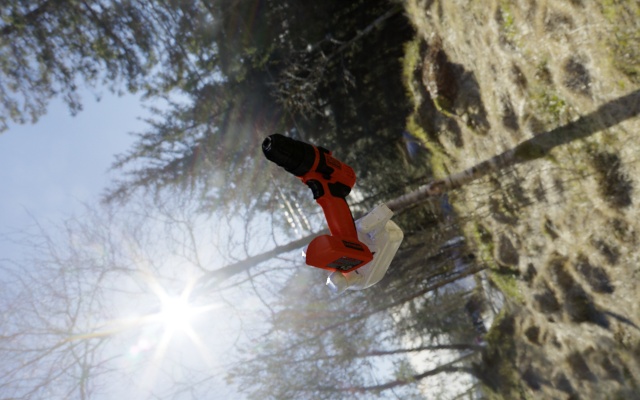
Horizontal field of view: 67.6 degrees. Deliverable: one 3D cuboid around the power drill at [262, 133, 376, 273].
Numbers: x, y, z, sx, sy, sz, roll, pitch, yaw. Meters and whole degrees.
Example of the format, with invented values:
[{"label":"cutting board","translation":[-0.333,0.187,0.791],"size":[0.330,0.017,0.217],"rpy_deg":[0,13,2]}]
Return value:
[{"label":"power drill","translation":[0.000,0.003,0.679],"size":[0.057,0.187,0.184],"rpy_deg":[-32,-34,32]}]
